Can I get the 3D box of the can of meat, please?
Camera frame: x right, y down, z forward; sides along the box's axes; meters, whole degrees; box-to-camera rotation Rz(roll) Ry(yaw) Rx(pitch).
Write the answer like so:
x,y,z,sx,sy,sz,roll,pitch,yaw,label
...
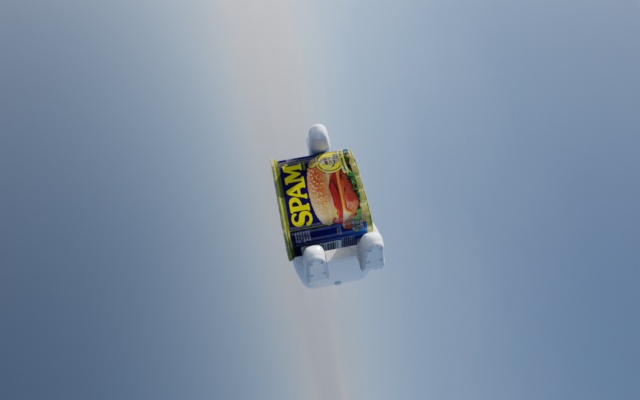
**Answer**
x,y,z,sx,sy,sz,roll,pitch,yaw,label
0.000,0.001,0.475,0.084,0.102,0.057,-10,-28,-4,can of meat
